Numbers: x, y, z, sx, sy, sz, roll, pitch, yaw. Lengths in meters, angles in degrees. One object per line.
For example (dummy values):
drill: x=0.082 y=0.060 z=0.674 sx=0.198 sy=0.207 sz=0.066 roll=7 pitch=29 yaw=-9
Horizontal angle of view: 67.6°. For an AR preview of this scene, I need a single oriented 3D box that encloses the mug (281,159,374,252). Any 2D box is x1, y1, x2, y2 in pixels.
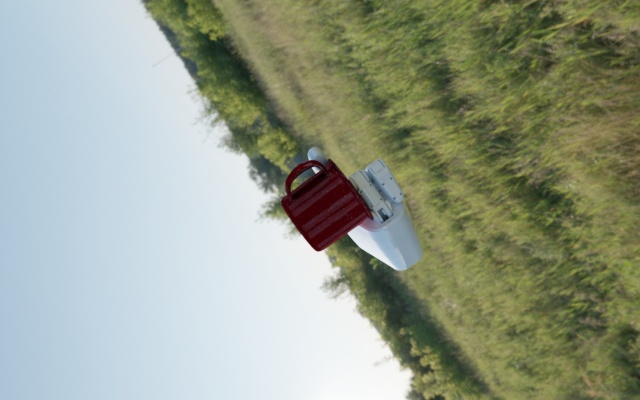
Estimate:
mug: x=-0.001 y=0.001 z=0.578 sx=0.081 sy=0.117 sz=0.093 roll=-36 pitch=39 yaw=0
